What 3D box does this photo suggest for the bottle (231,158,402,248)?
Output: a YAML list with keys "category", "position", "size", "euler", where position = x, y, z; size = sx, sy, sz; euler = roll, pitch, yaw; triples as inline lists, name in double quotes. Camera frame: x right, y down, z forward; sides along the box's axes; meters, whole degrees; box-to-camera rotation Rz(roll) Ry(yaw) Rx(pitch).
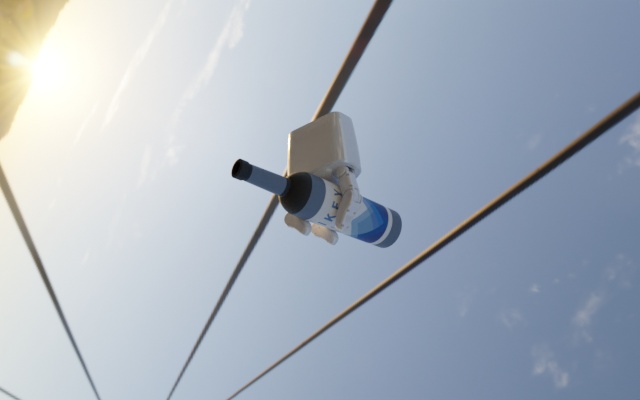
- category: "bottle"
  position: [0.000, 0.002, 0.715]
  size: [0.296, 0.069, 0.069]
  euler: [22, -13, -35]
